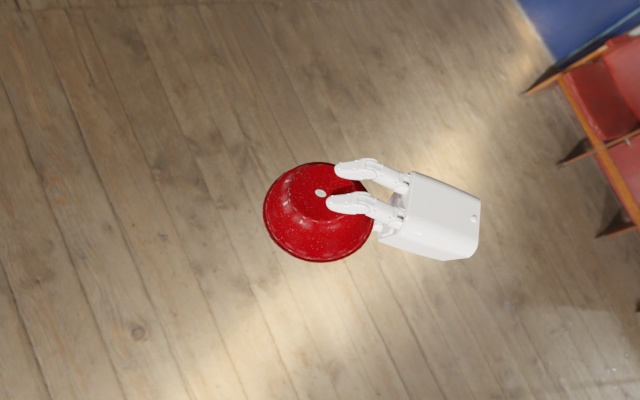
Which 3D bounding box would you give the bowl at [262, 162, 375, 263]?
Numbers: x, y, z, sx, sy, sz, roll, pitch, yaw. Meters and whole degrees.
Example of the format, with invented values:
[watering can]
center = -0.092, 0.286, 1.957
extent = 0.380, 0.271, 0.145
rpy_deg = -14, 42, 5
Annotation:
[bowl]
center = -0.001, 0.002, 0.661
extent = 0.162, 0.162, 0.055
rpy_deg = 0, -30, -5
